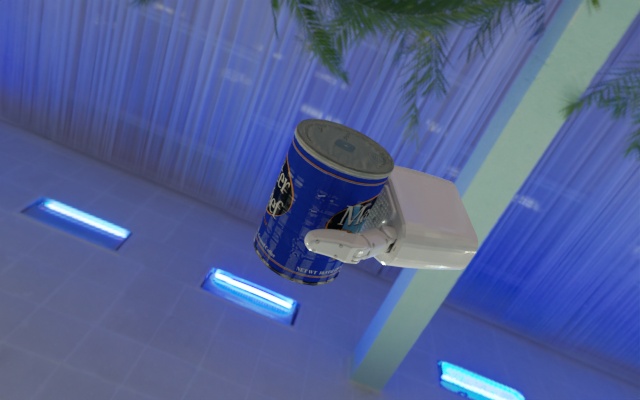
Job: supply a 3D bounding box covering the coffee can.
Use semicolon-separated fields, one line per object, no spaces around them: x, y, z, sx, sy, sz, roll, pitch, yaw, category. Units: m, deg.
0.000;0.002;0.495;0.103;0.140;0.102;19;29;-11;coffee can
